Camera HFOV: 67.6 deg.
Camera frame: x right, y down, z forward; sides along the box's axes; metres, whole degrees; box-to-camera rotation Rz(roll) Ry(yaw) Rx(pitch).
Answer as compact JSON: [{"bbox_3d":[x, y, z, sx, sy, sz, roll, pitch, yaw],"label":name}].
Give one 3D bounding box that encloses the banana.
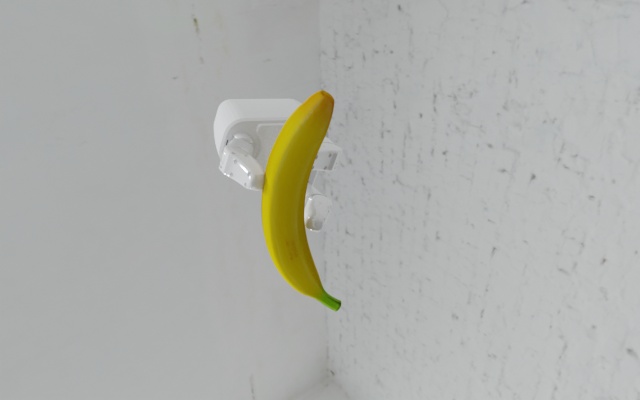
[{"bbox_3d":[-0.018,0.005,0.412,0.069,0.198,0.037,0,23,8],"label":"banana"}]
